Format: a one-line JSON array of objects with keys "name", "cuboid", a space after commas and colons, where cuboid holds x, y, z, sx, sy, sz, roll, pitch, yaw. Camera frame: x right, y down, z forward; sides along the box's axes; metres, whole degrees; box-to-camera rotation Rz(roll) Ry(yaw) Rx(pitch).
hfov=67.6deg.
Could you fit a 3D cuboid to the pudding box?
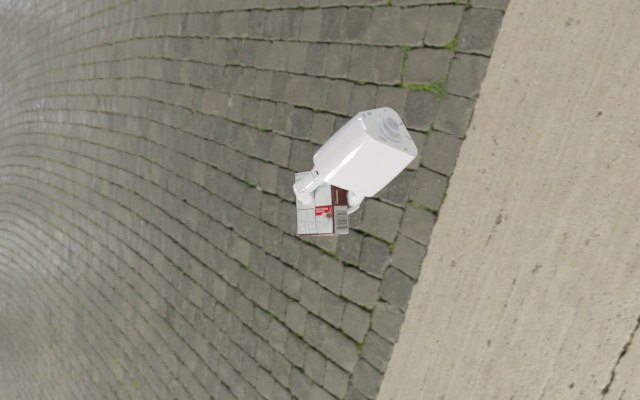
[{"name": "pudding box", "cuboid": [0.000, 0.003, 0.792, 0.039, 0.113, 0.090, 2, -5, -44]}]
